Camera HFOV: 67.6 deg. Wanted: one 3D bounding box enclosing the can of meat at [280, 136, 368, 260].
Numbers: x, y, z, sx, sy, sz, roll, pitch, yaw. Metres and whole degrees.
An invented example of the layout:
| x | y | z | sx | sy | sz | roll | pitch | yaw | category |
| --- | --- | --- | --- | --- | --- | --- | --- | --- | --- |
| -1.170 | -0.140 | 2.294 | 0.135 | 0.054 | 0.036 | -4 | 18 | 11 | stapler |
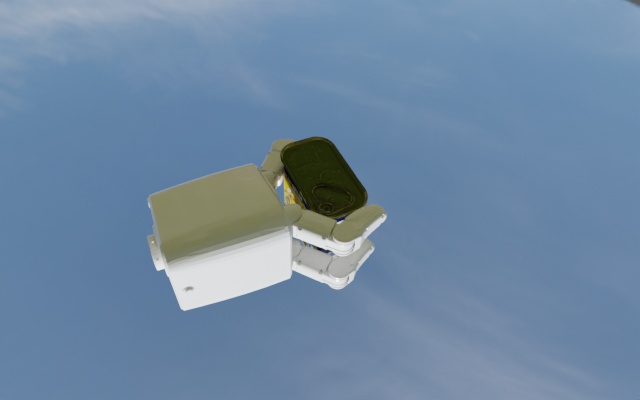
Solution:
| x | y | z | sx | sy | sz | roll | pitch | yaw | category |
| --- | --- | --- | --- | --- | --- | --- | --- | --- | --- |
| 0.000 | 0.002 | 0.481 | 0.057 | 0.102 | 0.084 | -19 | -36 | -18 | can of meat |
